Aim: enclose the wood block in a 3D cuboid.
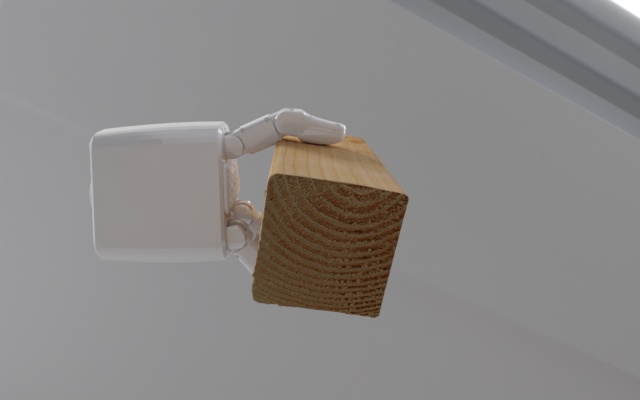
[{"bbox_3d":[0.000,0.001,0.402,0.090,0.091,0.206,9,17,-6],"label":"wood block"}]
